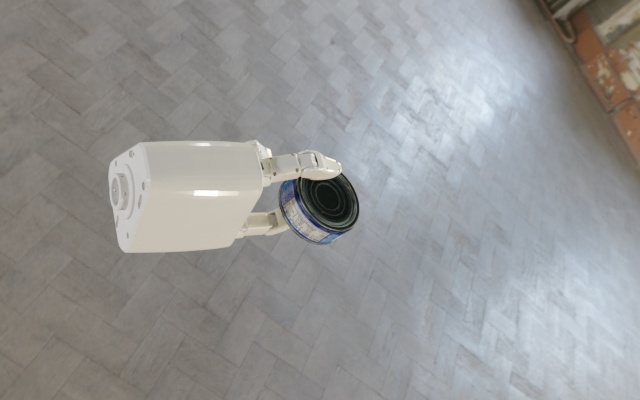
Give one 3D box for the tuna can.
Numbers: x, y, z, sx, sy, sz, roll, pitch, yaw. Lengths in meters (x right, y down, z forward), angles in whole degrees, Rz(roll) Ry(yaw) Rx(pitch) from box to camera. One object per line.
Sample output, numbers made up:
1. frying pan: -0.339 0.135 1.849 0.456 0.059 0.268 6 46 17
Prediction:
1. tuna can: 0.000 0.001 0.507 0.086 0.086 0.034 0 -26 -41
